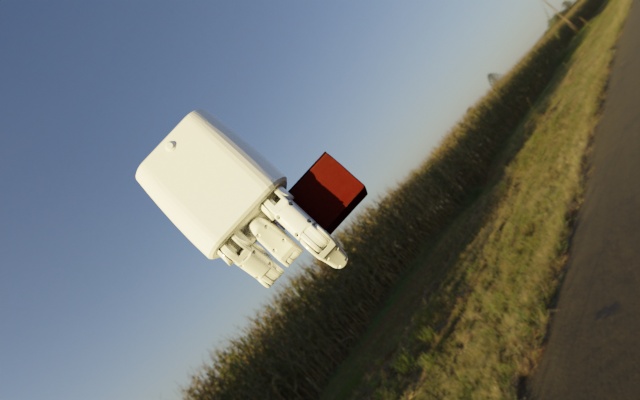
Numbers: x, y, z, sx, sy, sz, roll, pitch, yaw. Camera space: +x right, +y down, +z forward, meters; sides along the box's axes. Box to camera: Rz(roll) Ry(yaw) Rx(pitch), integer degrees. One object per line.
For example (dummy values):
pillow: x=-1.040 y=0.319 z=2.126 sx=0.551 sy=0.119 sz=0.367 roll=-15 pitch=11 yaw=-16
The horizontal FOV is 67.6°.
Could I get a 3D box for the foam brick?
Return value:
foam brick: x=0.000 y=0.001 z=0.456 sx=0.051 sy=0.078 sz=0.053 roll=42 pitch=-2 yaw=11
